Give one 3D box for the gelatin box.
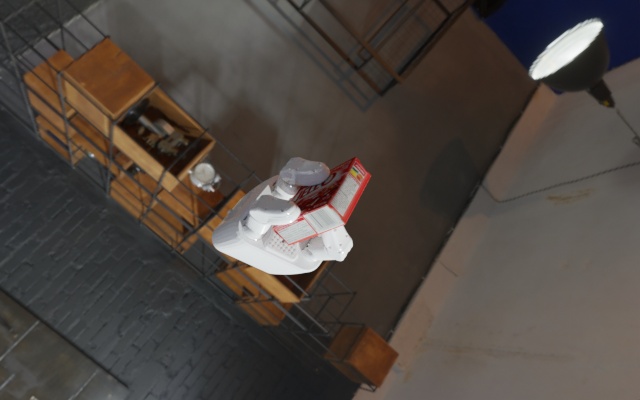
[{"bbox_3d":[0.001,0.002,0.481,0.089,0.030,0.073,-24,25,45],"label":"gelatin box"}]
